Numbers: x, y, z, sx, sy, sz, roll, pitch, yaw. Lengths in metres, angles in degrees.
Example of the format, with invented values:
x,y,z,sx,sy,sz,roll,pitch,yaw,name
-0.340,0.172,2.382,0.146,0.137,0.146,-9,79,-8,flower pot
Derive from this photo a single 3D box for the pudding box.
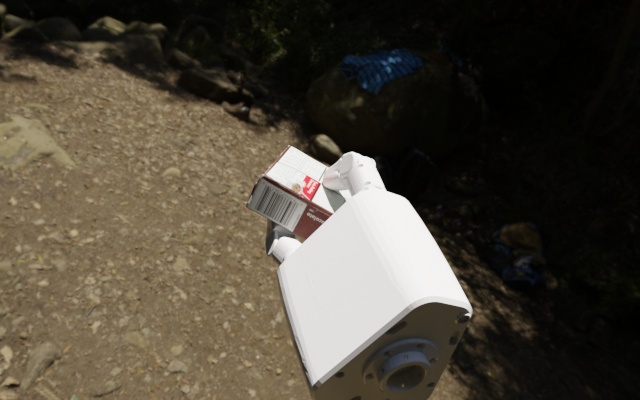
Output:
x,y,z,sx,sy,sz,roll,pitch,yaw,name
0.000,0.001,0.441,0.113,0.039,0.090,31,25,-2,pudding box
